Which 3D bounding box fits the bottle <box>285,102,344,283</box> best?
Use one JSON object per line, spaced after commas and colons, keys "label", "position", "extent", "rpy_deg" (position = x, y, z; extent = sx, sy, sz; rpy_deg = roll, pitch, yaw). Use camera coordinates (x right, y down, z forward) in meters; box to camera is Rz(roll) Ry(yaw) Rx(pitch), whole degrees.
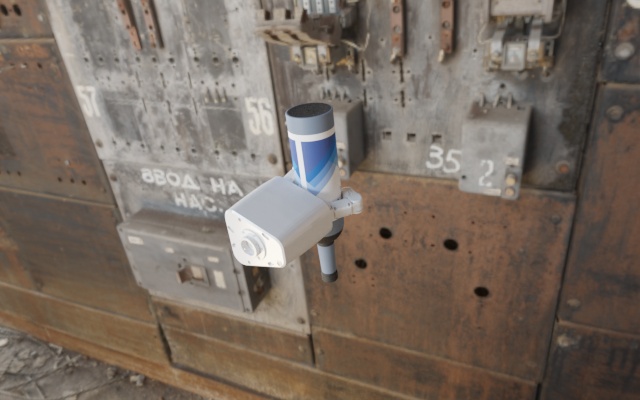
{"label": "bottle", "position": [0.000, 0.002, 0.733], "extent": [0.069, 0.296, 0.069], "rpy_deg": [-5, 29, 3]}
